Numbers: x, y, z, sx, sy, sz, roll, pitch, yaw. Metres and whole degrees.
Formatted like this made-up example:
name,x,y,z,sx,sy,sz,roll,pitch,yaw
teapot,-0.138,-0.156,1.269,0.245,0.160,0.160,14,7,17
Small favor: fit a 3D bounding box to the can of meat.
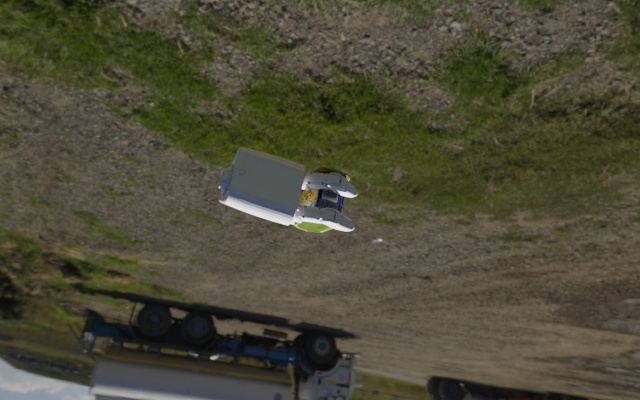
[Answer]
name,x,y,z,sx,sy,sz,roll,pitch,yaw
can of meat,0.000,0.003,0.789,0.057,0.084,0.102,19,-21,-20
